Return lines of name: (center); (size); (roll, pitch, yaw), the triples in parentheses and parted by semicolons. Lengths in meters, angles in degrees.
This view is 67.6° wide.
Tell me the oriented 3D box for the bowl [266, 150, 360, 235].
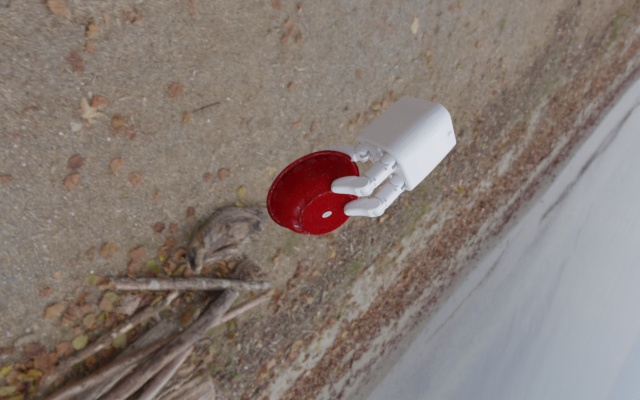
bowl: (-0.001, 0.004, 0.744); (0.162, 0.162, 0.055); (0, 41, -32)
